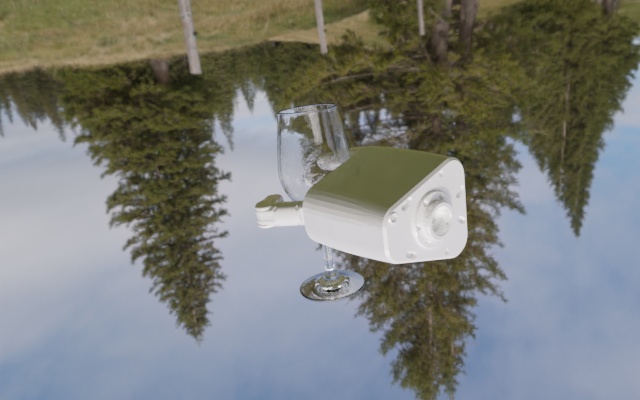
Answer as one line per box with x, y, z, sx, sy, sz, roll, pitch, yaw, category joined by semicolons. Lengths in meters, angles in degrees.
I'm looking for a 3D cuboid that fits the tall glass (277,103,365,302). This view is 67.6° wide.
0.000;0.002;0.509;0.079;0.201;0.079;-8;16;2;tall glass
